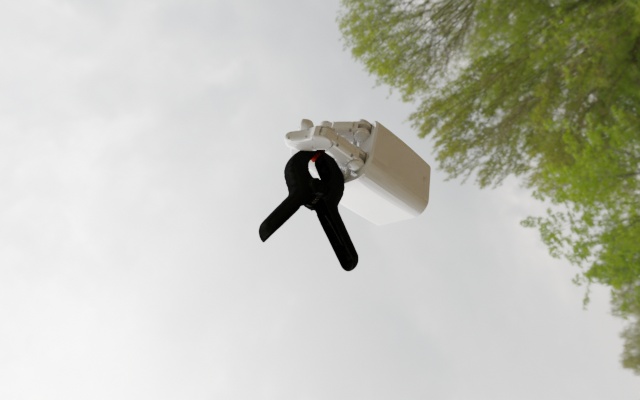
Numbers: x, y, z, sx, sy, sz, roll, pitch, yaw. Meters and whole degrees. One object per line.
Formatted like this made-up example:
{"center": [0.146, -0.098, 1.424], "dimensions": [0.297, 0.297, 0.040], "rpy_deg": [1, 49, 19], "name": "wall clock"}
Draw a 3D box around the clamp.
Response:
{"center": [0.000, 0.002, 0.561], "dimensions": [0.120, 0.171, 0.039], "rpy_deg": [33, -43, -21], "name": "clamp"}
